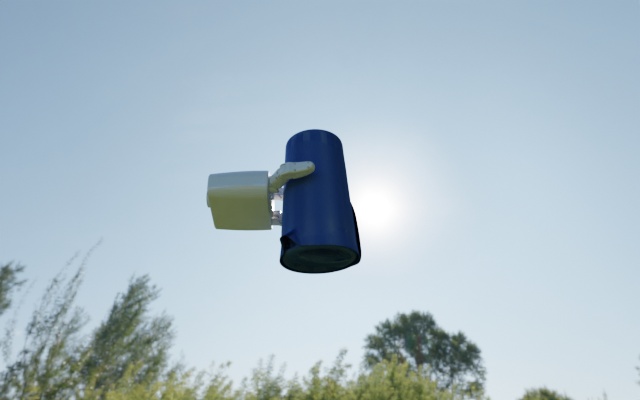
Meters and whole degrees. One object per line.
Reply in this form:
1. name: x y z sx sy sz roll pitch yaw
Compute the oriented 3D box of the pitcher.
1. pitcher: 0.000 0.003 0.850 0.145 0.242 0.149 -2 -28 -1
